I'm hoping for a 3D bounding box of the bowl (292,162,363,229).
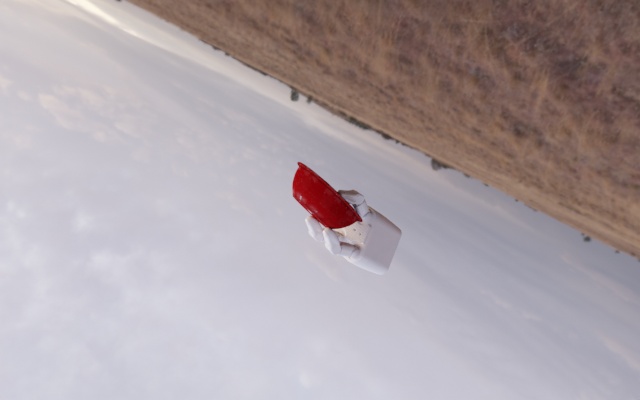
[{"bbox_3d":[-0.001,0.002,0.876,0.162,0.055,0.162,43,-4,4],"label":"bowl"}]
